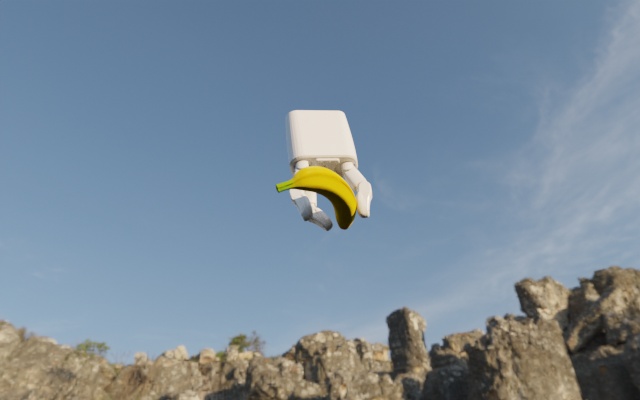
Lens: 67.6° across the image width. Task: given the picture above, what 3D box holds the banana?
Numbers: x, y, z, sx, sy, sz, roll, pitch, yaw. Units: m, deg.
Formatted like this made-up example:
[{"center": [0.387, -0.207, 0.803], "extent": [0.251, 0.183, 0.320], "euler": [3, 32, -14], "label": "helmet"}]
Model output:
[{"center": [0.014, -0.007, 0.716], "extent": [0.069, 0.037, 0.198], "euler": [-27, -33, 21], "label": "banana"}]
